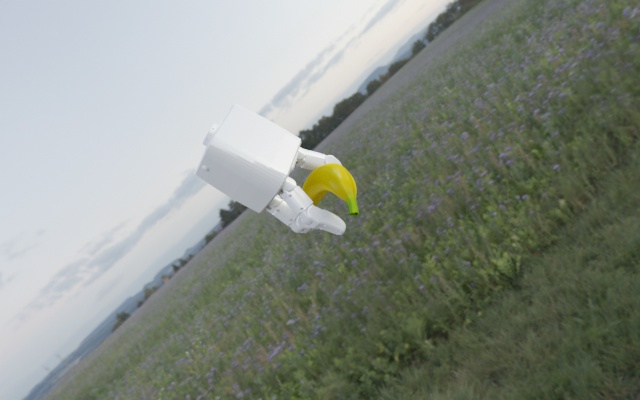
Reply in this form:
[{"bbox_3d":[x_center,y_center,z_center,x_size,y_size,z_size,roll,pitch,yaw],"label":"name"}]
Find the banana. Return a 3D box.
[{"bbox_3d":[0.005,-0.016,0.664,0.037,0.069,0.198,12,-4,-18],"label":"banana"}]
